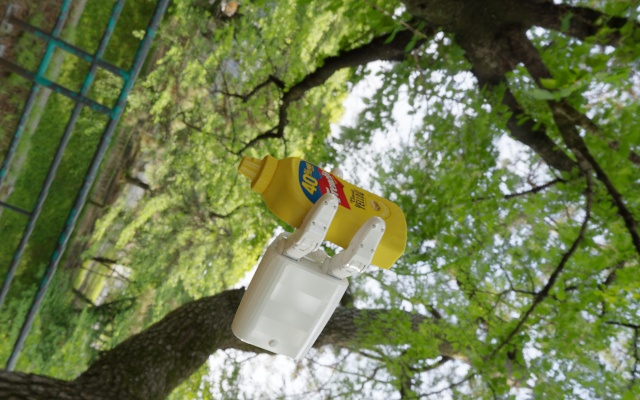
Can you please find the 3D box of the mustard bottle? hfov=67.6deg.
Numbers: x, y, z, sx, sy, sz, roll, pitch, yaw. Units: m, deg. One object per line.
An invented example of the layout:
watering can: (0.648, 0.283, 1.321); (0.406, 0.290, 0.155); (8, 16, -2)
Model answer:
mustard bottle: (0.000, 0.002, 0.520); (0.191, 0.058, 0.096); (26, 32, -16)
